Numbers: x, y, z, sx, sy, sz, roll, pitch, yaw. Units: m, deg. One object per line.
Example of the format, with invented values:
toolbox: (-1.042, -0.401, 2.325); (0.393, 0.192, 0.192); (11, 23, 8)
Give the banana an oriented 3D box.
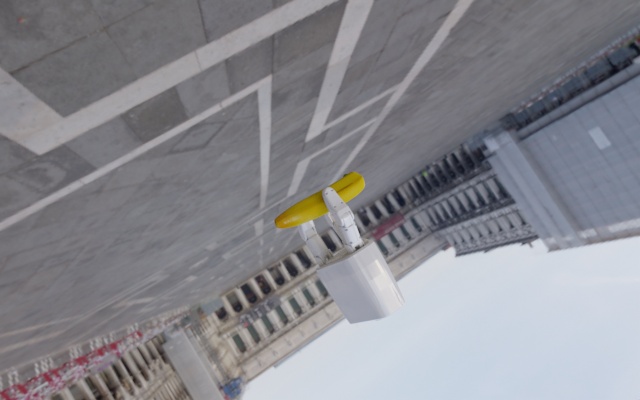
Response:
banana: (0.014, -0.004, 0.738); (0.070, 0.037, 0.197); (-25, 5, 45)
